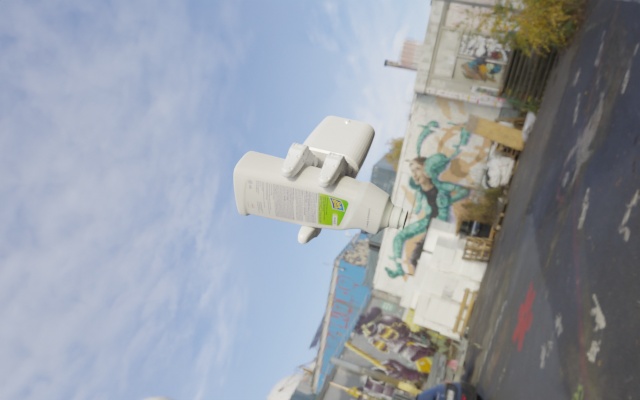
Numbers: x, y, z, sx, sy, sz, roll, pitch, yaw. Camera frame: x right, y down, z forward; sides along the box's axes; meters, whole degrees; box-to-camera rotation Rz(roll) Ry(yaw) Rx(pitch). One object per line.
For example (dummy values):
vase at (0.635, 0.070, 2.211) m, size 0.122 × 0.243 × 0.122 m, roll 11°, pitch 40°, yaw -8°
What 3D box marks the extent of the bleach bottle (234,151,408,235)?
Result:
bleach bottle at (0.000, 0.002, 0.694) m, size 0.251 × 0.103 × 0.068 m, roll 15°, pitch 44°, yaw 16°
